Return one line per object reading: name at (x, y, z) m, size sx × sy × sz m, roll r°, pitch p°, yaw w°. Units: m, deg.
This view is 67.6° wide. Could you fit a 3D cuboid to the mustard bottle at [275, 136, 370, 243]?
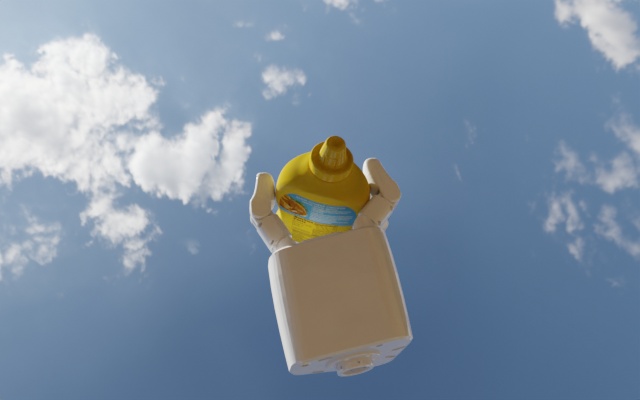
mustard bottle at (0.000, 0.001, 0.501) m, size 0.096 × 0.058 × 0.192 m, roll 15°, pitch -34°, yaw 0°
